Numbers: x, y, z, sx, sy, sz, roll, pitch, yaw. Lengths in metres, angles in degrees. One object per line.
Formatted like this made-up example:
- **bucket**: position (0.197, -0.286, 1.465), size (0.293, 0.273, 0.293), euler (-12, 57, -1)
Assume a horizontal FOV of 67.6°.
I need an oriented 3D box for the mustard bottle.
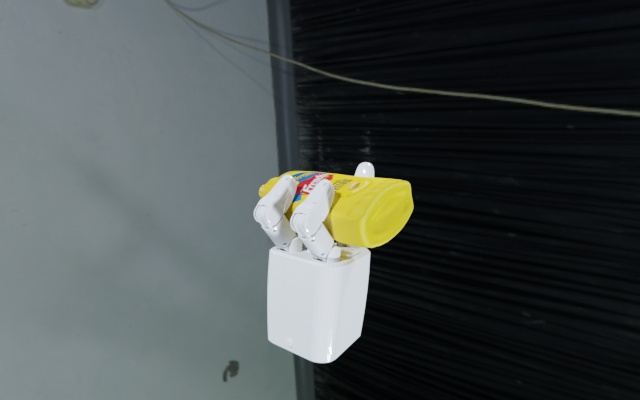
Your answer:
- **mustard bottle**: position (0.000, 0.001, 0.539), size (0.191, 0.058, 0.096), euler (9, 33, 41)
